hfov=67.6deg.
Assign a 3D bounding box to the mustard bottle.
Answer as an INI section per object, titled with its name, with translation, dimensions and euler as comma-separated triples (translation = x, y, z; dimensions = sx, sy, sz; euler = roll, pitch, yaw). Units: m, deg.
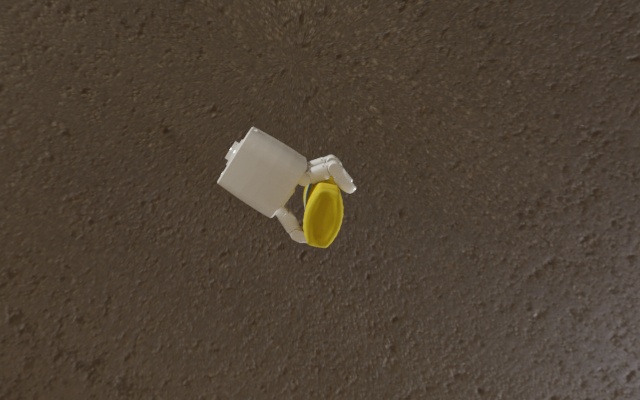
[mustard bottle]
translation = 0.000, 0.003, 0.805
dimensions = 0.058, 0.096, 0.191
euler = 9, 15, -5
